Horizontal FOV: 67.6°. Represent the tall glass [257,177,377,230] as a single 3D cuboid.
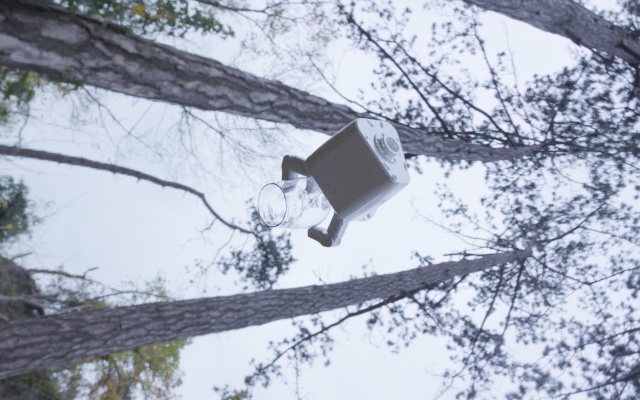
[{"bbox_3d":[0.001,0.002,0.732,0.079,0.079,0.201,0,2,43],"label":"tall glass"}]
